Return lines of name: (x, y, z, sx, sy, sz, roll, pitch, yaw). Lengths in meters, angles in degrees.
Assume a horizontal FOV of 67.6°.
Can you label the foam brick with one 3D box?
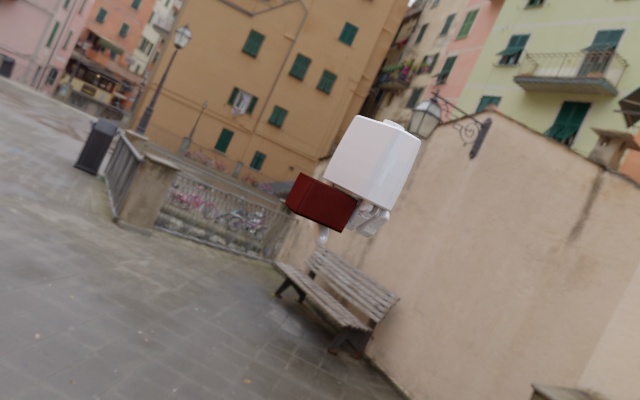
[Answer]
foam brick: (0.000, 0.002, 0.657, 0.078, 0.051, 0.053, 24, 6, -27)
